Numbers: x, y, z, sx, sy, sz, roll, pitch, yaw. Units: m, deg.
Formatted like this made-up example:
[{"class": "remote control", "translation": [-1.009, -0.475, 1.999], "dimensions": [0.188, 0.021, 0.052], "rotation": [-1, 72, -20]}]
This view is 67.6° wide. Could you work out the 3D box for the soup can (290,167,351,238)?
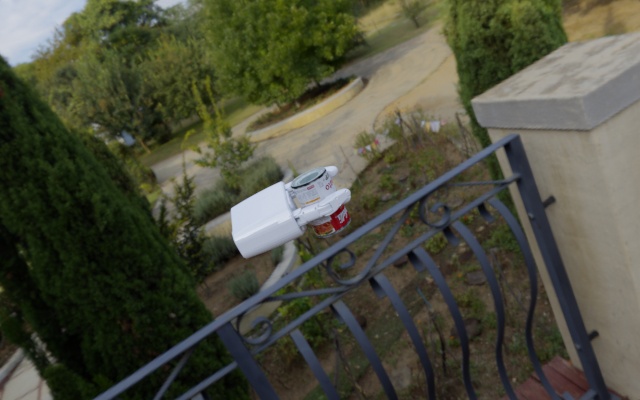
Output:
[{"class": "soup can", "translation": [0.000, 0.002, 0.812], "dimensions": [0.068, 0.102, 0.068], "rotation": [-24, 19, 9]}]
